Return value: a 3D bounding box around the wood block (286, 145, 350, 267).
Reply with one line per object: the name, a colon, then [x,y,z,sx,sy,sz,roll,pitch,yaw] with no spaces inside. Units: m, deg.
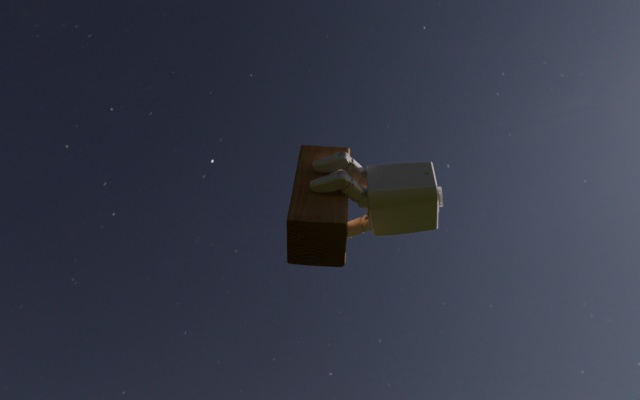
wood block: [0.001,0.003,0.782,0.090,0.091,0.206,3,37,3]
